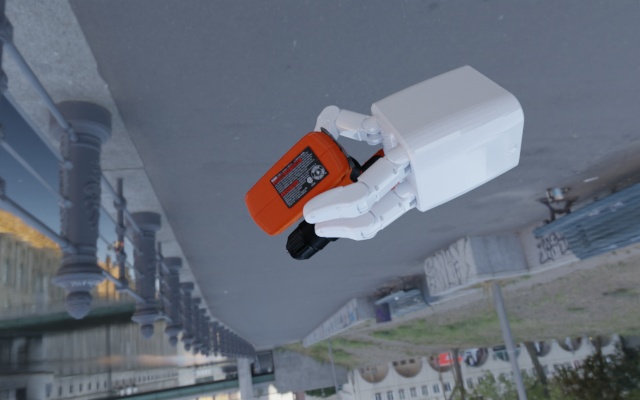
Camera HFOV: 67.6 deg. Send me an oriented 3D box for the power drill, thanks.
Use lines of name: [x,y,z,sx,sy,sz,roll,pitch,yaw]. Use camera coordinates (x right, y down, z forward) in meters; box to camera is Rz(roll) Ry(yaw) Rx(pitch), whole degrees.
power drill: [0.000,0.002,0.518,0.184,0.057,0.187,-44,-19,14]
